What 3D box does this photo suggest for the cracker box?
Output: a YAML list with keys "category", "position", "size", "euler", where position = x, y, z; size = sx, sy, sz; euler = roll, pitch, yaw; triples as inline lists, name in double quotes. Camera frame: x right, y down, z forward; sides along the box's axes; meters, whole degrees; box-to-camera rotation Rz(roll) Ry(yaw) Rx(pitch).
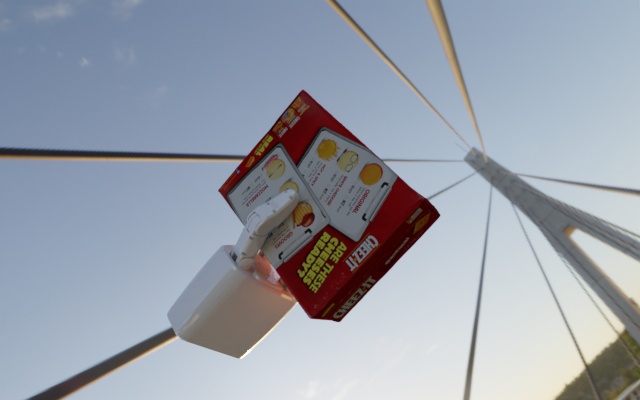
- category: "cracker box"
  position: [0.000, 0.002, 0.540]
  size: [0.213, 0.164, 0.072]
  euler: [48, 11, 33]
